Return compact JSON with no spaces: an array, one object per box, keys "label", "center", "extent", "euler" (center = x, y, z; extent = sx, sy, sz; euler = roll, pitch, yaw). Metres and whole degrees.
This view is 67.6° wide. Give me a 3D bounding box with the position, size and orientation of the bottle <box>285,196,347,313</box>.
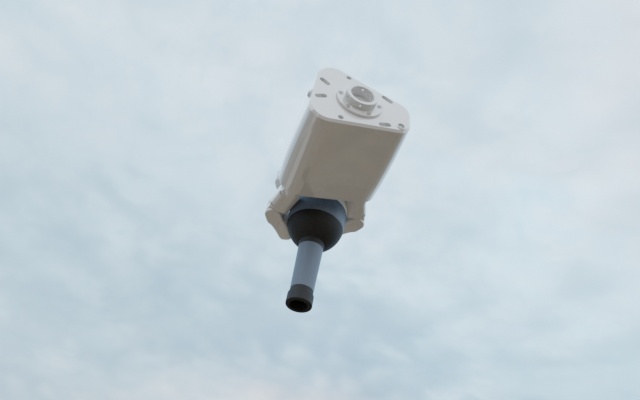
[{"label":"bottle","center":[0.000,0.002,0.576],"extent":[0.069,0.069,0.295],"euler":[0,44,12]}]
